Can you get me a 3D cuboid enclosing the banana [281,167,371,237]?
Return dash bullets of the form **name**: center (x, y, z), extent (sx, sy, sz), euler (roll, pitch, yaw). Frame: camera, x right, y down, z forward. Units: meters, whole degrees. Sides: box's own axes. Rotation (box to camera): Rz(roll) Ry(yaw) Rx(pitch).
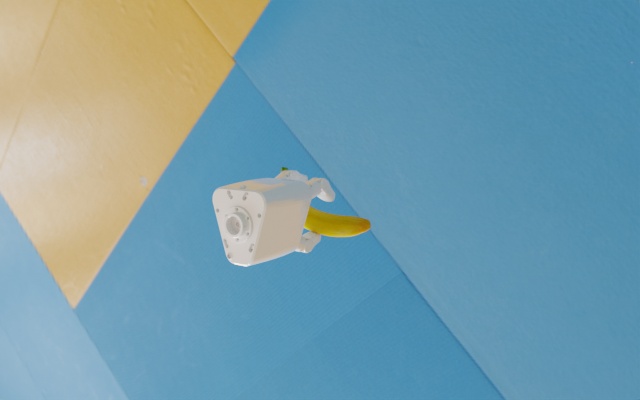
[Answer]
- **banana**: center (-0.010, 0.017, 0.792), extent (0.197, 0.070, 0.037), euler (33, 16, 25)
